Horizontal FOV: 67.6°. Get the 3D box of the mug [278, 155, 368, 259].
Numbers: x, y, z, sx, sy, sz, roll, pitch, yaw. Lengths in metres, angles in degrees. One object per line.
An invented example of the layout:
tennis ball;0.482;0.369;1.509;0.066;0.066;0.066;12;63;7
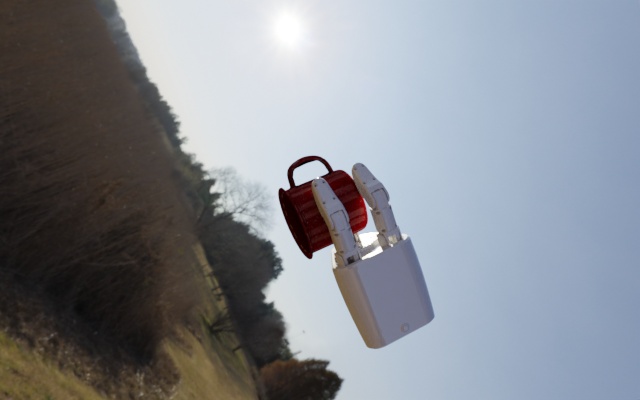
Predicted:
mug;0.000;0.000;0.578;0.081;0.117;0.093;-23;10;-15
